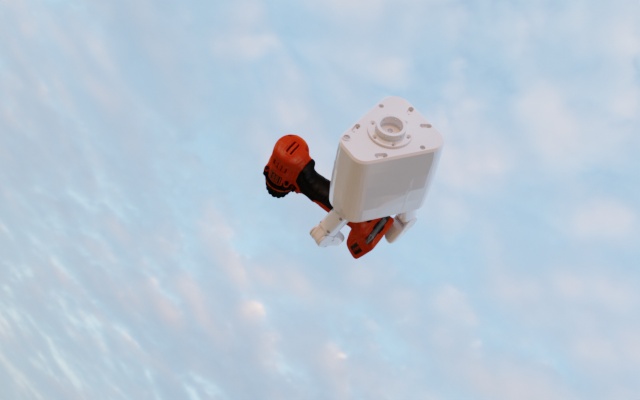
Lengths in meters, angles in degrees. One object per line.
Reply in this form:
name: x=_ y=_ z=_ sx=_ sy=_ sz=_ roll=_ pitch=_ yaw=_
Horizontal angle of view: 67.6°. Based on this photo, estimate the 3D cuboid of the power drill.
power drill: x=0.001 y=0.002 z=0.668 sx=0.187 sy=0.057 sz=0.184 roll=38 pitch=-17 yaw=1
